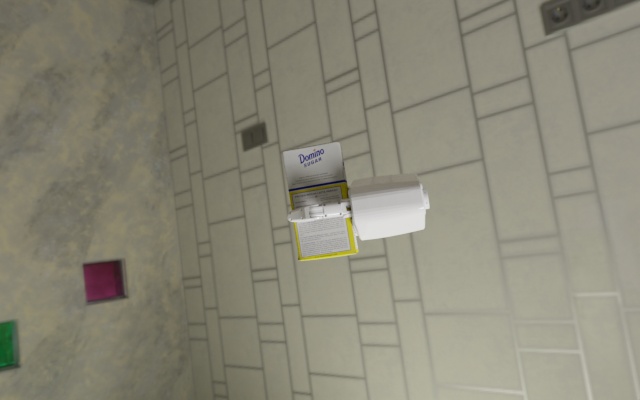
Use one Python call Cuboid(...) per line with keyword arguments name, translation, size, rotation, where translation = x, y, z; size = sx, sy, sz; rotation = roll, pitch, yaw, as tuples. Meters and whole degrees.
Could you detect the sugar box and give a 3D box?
Cuboid(name="sugar box", translation=(0.000, 0.003, 0.753), size=(0.093, 0.176, 0.048), rotation=(-9, -6, 9))
